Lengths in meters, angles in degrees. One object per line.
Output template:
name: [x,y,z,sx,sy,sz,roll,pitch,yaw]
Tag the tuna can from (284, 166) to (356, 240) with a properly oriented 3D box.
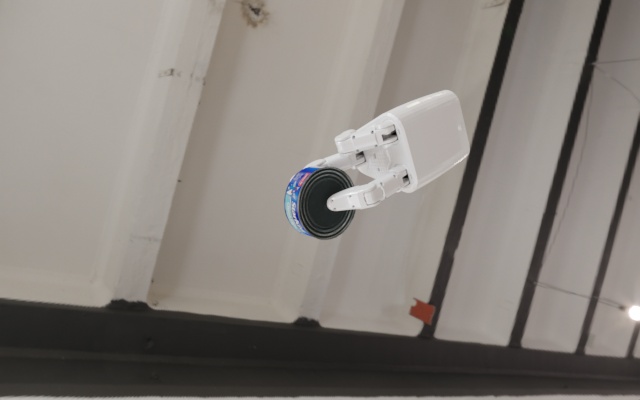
tuna can: [0.000,0.002,0.564,0.086,0.086,0.034,0,6,-37]
